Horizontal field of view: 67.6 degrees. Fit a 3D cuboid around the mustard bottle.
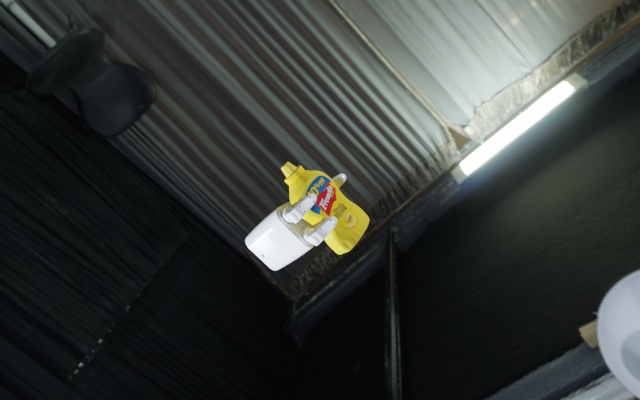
[{"bbox_3d":[0.001,0.003,0.879,0.058,0.191,0.096,-29,19,54],"label":"mustard bottle"}]
